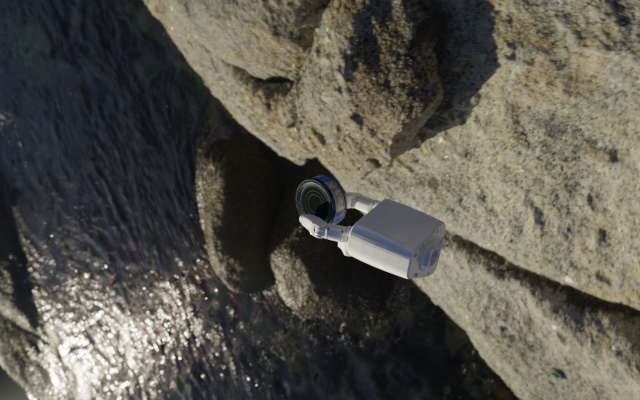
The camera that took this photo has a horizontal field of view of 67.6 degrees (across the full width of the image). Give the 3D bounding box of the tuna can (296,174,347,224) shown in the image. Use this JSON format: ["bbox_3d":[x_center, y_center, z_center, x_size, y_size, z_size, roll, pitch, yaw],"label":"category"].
[{"bbox_3d":[0.000,0.003,0.777,0.086,0.086,0.033,0,14,44],"label":"tuna can"}]
